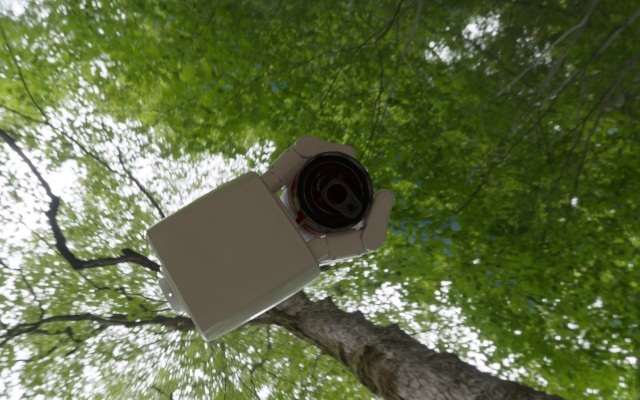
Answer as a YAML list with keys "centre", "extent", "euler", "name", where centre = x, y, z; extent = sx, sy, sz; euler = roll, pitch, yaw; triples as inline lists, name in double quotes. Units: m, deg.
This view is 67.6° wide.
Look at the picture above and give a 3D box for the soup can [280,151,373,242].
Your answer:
- centre: [0.000, 0.001, 0.446]
  extent: [0.068, 0.068, 0.102]
  euler: [0, -12, -14]
  name: "soup can"
